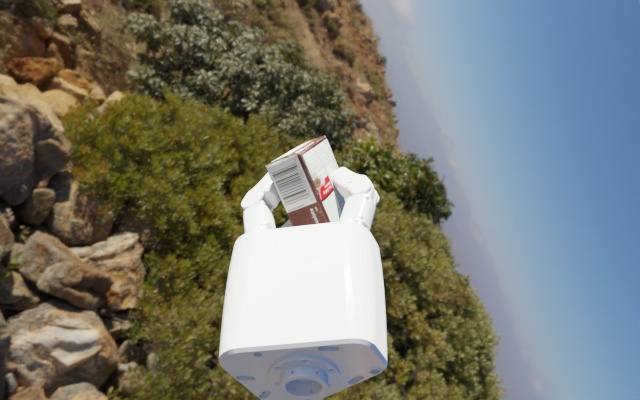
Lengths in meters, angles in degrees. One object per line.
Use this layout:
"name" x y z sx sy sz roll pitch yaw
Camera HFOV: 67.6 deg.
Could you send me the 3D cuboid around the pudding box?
"pudding box" 0.000 0.001 0.458 0.039 0.113 0.090 -18 11 20
